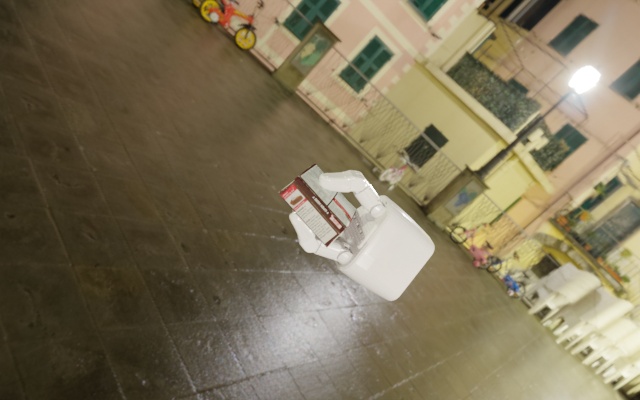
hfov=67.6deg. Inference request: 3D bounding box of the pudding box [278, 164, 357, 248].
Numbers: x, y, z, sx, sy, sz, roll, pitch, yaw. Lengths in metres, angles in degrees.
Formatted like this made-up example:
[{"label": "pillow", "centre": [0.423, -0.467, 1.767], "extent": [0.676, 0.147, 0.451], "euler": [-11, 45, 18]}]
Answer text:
[{"label": "pudding box", "centre": [0.000, 0.002, 0.619], "extent": [0.039, 0.090, 0.113], "euler": [-42, 2, 14]}]
